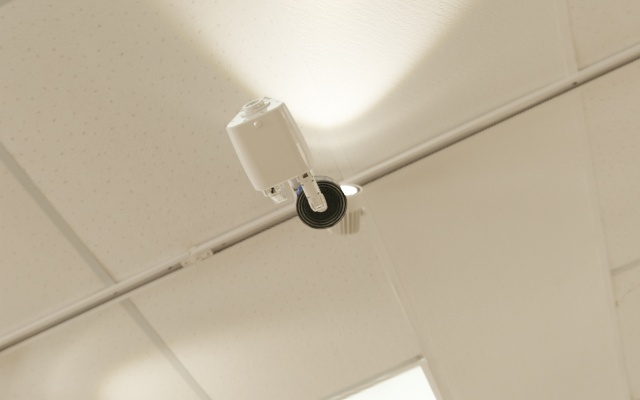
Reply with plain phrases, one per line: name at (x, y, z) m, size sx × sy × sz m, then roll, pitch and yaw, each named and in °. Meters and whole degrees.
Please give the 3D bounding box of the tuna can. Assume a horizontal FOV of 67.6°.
tuna can at (0.000, 0.002, 0.796) m, size 0.086 × 0.086 × 0.033 m, roll 0°, pitch 21°, yaw -8°
